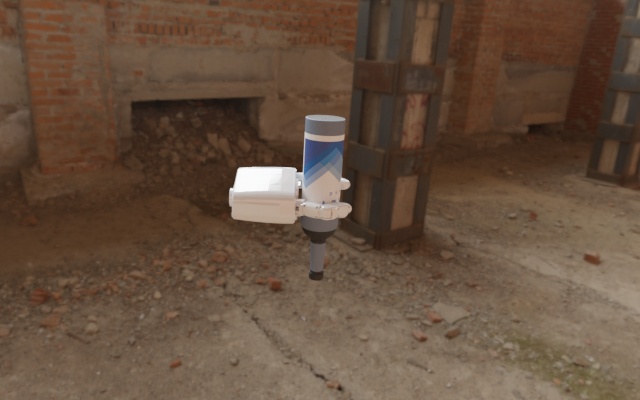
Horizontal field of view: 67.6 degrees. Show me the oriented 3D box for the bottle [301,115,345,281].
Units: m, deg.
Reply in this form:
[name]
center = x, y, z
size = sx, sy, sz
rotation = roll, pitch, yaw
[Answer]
[bottle]
center = 0.000, 0.003, 0.837
size = 0.069, 0.296, 0.069
rotation = 3, 18, -1
